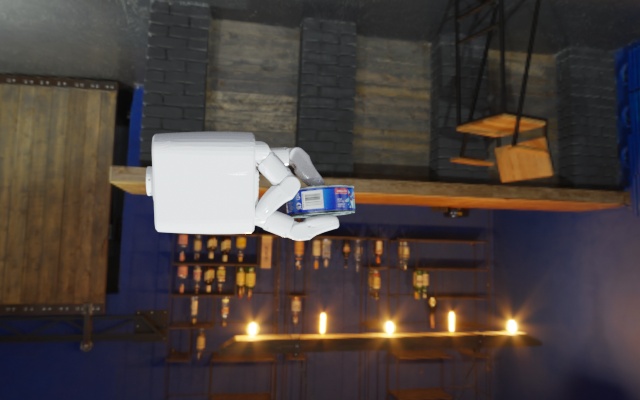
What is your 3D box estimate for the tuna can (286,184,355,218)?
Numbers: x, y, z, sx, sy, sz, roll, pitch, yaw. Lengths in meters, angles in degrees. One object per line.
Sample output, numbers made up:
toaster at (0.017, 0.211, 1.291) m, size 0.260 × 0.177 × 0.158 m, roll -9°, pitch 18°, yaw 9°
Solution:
tuna can at (0.000, 0.003, 0.591) m, size 0.086 × 0.033 × 0.086 m, roll -4°, pitch -5°, yaw 0°
